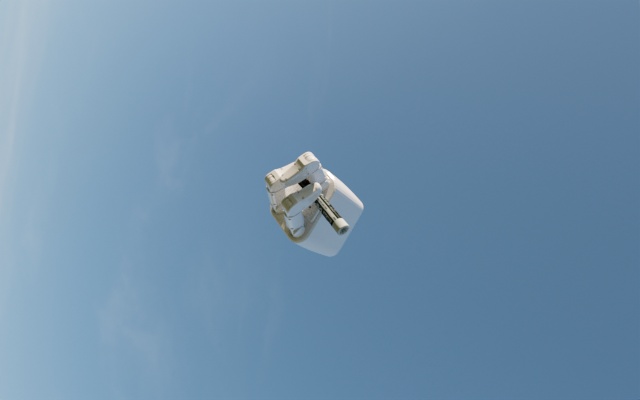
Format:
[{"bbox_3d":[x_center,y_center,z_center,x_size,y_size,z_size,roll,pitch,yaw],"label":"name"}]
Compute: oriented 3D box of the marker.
[{"bbox_3d":[0.000,0.002,0.675,0.020,0.020,0.121,0,39,-42],"label":"marker"}]
